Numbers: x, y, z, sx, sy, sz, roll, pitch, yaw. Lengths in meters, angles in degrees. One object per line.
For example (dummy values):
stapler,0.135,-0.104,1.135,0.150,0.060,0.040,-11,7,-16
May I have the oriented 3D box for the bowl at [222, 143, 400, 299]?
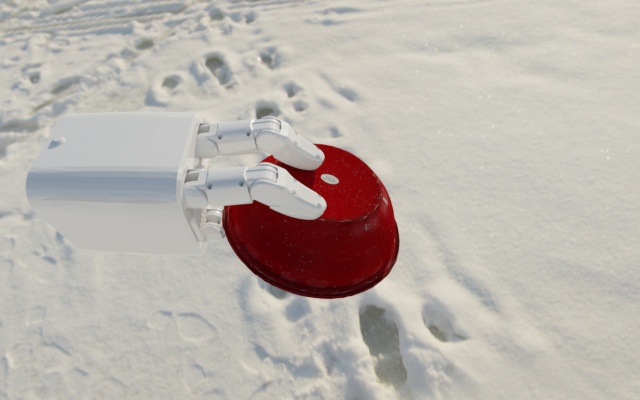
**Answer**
bowl,0.001,0.001,0.409,0.162,0.162,0.055,0,-43,-19
